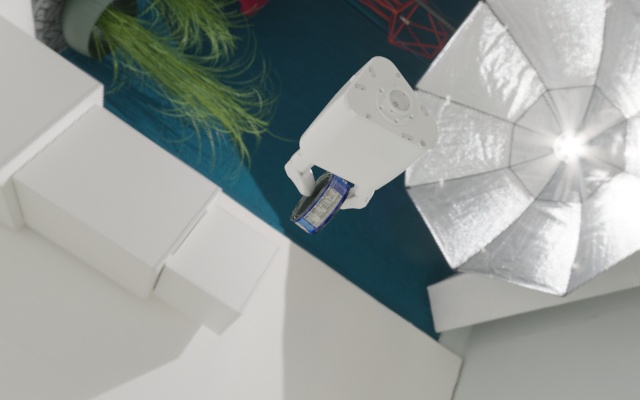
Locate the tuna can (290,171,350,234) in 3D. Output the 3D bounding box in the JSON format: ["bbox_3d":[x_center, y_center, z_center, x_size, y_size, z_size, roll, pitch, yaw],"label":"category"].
[{"bbox_3d":[0.001,0.002,0.626,0.034,0.086,0.086,39,-9,-11],"label":"tuna can"}]
